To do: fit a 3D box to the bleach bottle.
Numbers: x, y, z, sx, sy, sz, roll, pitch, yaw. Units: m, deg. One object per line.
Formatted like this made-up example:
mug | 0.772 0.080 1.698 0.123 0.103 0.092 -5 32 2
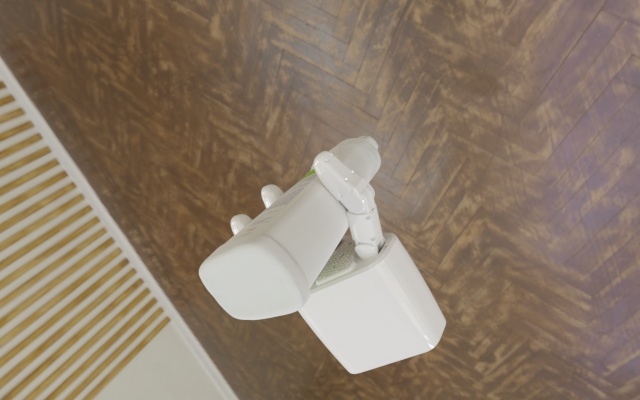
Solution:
bleach bottle | 0.000 0.002 0.453 0.102 0.068 0.250 -23 18 42
